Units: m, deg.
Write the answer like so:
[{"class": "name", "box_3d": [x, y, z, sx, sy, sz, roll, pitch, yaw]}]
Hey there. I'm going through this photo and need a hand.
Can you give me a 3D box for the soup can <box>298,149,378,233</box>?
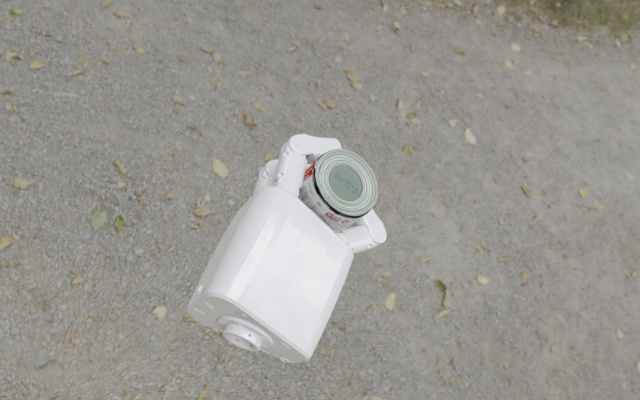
[{"class": "soup can", "box_3d": [0.000, 0.001, 0.460, 0.068, 0.068, 0.102, 0, -21, -30]}]
